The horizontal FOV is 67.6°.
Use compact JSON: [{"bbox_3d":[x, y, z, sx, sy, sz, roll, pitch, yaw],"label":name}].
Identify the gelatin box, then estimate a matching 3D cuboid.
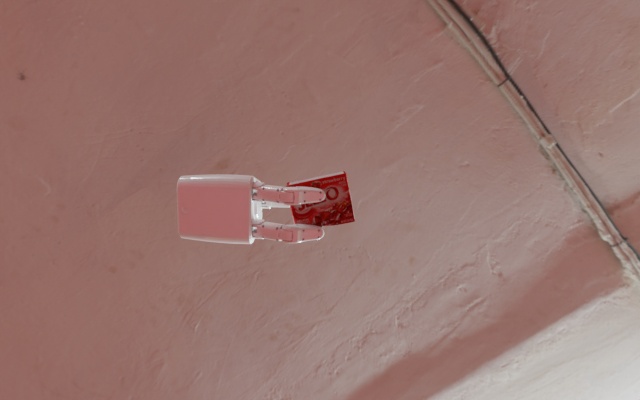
[{"bbox_3d":[0.000,0.002,0.694,0.089,0.073,0.030,-11,11,0],"label":"gelatin box"}]
